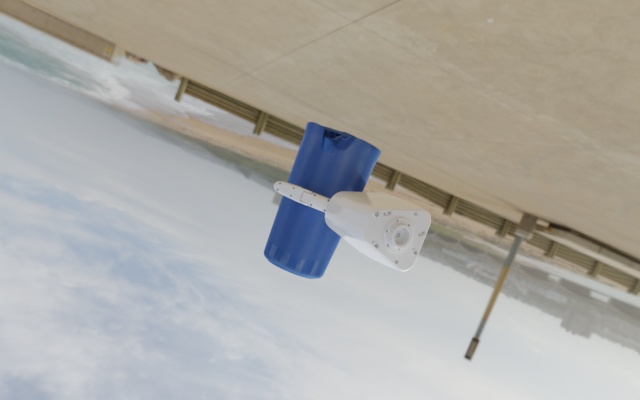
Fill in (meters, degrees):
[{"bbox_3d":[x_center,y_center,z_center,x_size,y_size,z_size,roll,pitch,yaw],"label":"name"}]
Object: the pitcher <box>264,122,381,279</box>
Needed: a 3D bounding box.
[{"bbox_3d":[0.000,0.003,0.808,0.149,0.243,0.145,22,1,-31],"label":"pitcher"}]
